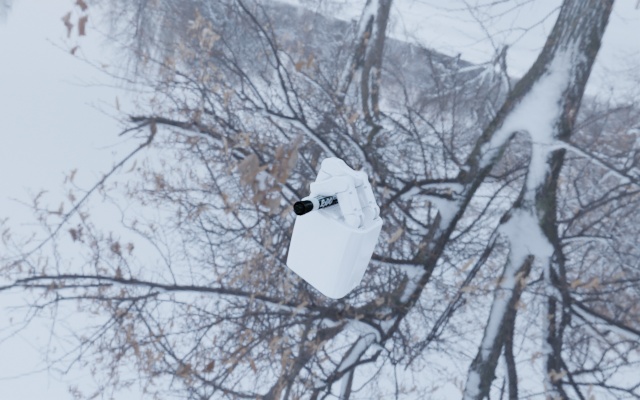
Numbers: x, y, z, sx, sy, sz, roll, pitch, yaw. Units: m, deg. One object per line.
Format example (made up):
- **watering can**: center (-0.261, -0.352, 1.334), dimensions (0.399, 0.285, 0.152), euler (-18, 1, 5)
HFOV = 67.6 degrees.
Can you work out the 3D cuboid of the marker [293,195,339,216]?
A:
- **marker**: center (0.000, 0.002, 0.634), dimensions (0.020, 0.020, 0.121), euler (0, 9, 29)
